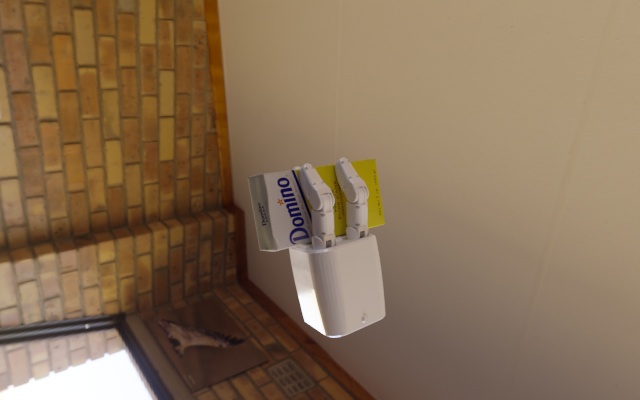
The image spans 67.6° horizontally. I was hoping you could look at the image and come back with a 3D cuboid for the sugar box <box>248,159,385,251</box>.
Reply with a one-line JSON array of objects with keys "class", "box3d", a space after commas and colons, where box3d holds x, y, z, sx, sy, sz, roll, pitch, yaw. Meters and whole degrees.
[{"class": "sugar box", "box3d": [0.001, 0.002, 0.609, 0.176, 0.093, 0.048, -12, 3, -38]}]
